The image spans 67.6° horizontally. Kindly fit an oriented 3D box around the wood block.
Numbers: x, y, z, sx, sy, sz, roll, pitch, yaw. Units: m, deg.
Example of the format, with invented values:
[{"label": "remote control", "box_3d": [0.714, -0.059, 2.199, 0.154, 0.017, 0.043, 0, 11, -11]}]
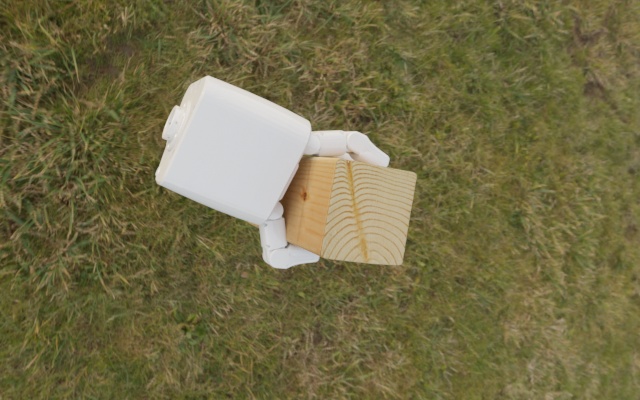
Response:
[{"label": "wood block", "box_3d": [0.000, 0.002, 0.520, 0.090, 0.091, 0.206, 8, 3, -27]}]
